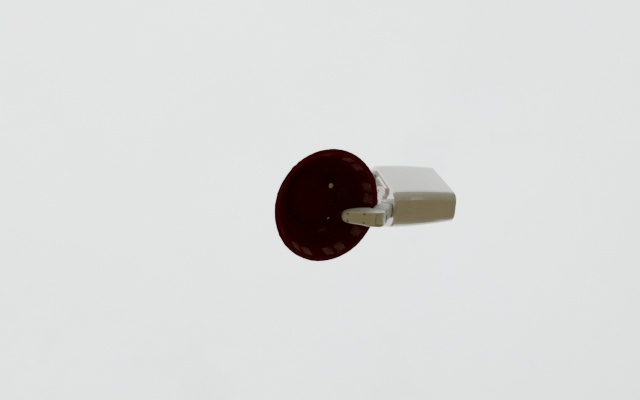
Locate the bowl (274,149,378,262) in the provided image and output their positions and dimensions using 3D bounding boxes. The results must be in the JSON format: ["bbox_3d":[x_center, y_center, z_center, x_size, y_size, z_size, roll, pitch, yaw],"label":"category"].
[{"bbox_3d":[-0.001,0.002,0.681,0.162,0.162,0.055,0,15,-28],"label":"bowl"}]
